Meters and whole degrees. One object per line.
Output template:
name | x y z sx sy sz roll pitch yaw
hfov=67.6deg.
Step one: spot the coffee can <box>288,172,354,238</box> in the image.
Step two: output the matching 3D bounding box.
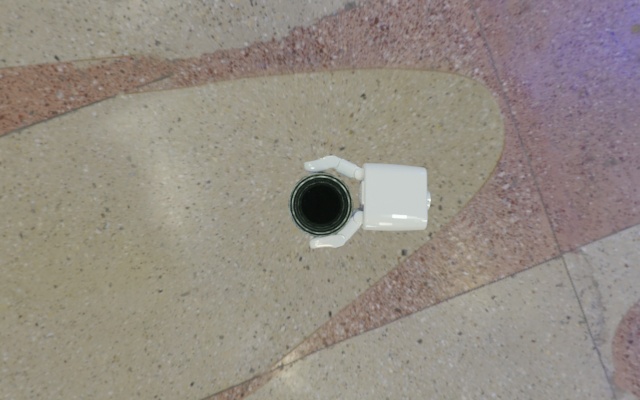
coffee can | 0.000 0.003 0.812 0.103 0.103 0.140 0 4 0
